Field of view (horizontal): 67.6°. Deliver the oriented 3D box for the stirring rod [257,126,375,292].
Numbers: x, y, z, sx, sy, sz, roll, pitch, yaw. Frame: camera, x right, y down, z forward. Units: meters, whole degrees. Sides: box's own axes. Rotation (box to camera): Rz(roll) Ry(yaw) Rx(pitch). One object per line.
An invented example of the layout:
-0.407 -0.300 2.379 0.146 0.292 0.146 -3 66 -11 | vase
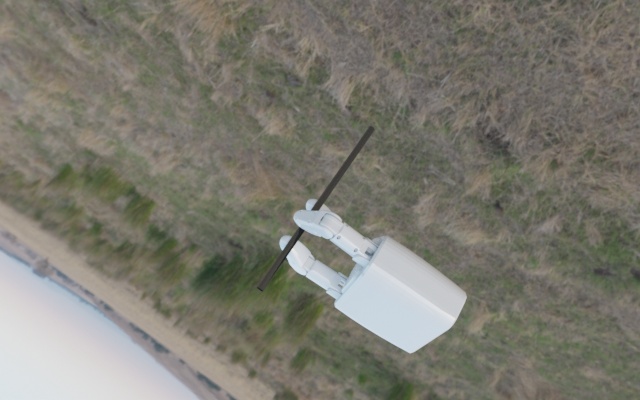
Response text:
0.000 0.002 0.545 0.011 0.239 0.011 29 -23 14 | stirring rod
